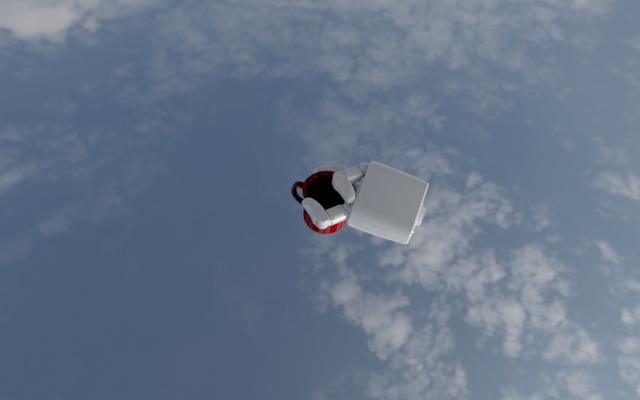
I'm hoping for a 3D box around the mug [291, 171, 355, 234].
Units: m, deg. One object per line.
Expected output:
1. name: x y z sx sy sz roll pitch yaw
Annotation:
1. mug: -0.001 0.002 0.865 0.117 0.093 0.082 21 -36 10
